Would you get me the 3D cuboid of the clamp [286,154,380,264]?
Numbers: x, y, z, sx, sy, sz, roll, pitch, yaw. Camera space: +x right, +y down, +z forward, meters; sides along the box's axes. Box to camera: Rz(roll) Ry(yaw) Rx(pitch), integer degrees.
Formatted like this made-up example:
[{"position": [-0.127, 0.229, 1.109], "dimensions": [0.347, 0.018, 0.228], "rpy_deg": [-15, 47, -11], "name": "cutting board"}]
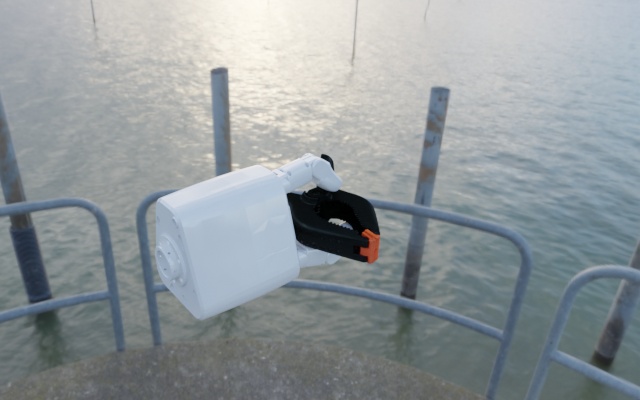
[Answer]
[{"position": [0.000, 0.001, 0.530], "dimensions": [0.164, 0.036, 0.210], "rpy_deg": [-24, 37, -35], "name": "clamp"}]
